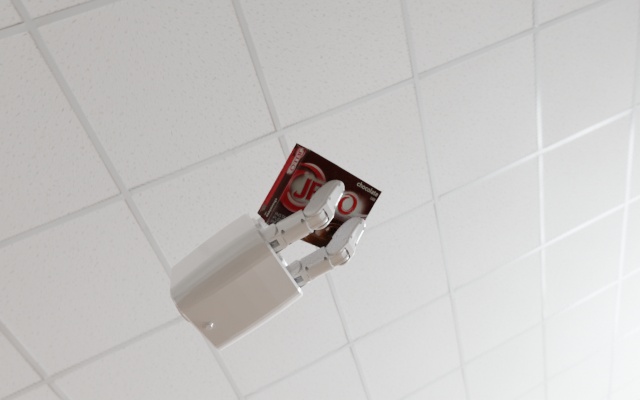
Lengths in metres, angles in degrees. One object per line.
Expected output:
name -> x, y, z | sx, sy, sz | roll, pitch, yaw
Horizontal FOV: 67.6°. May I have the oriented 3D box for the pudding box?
pudding box -> 0.000, 0.002, 0.529 | 0.113, 0.090, 0.039 | 27, 6, -34
